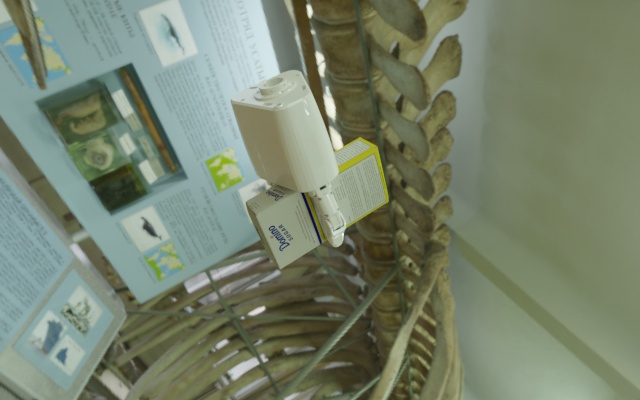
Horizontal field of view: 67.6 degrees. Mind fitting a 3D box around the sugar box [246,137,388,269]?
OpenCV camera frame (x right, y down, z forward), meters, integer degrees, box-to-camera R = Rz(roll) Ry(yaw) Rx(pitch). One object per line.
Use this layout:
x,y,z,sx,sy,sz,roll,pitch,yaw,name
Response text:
0.000,0.002,0.608,0.176,0.093,0.048,-28,35,-15,sugar box
